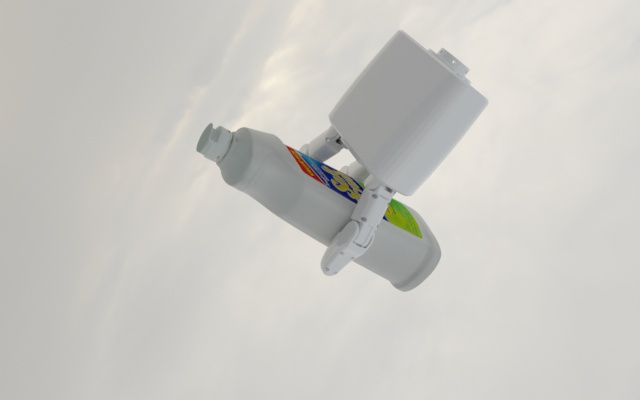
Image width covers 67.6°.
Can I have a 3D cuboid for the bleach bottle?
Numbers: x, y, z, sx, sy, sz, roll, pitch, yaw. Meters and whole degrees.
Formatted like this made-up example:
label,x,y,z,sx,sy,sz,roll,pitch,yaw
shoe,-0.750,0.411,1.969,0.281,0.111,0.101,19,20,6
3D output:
label,x,y,z,sx,sy,sz,roll,pitch,yaw
bleach bottle,0.000,0.001,0.461,0.251,0.068,0.102,27,24,-29
